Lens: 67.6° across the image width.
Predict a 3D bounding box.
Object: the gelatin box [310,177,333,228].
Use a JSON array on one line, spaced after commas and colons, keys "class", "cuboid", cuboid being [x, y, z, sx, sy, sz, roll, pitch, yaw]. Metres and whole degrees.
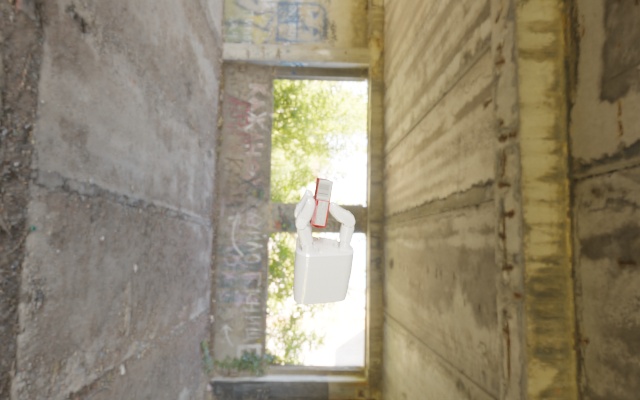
[{"class": "gelatin box", "cuboid": [0.001, 0.003, 0.893, 0.030, 0.089, 0.073, 10, 4, -4]}]
